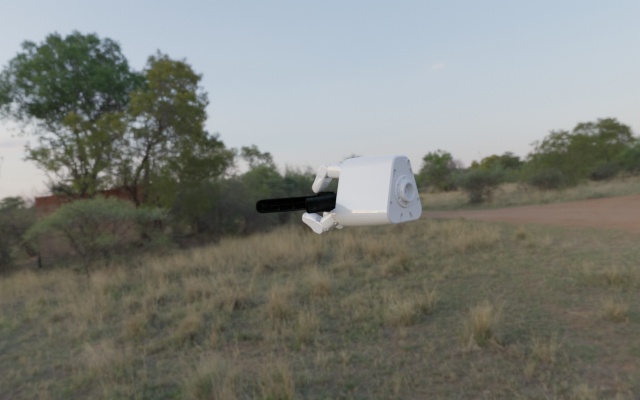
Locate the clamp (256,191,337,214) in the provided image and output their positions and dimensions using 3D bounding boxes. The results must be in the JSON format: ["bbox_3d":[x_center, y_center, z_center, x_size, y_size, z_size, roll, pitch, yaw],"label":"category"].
[{"bbox_3d":[0.001,0.002,0.860,0.210,0.036,0.164,-6,4,-44],"label":"clamp"}]
